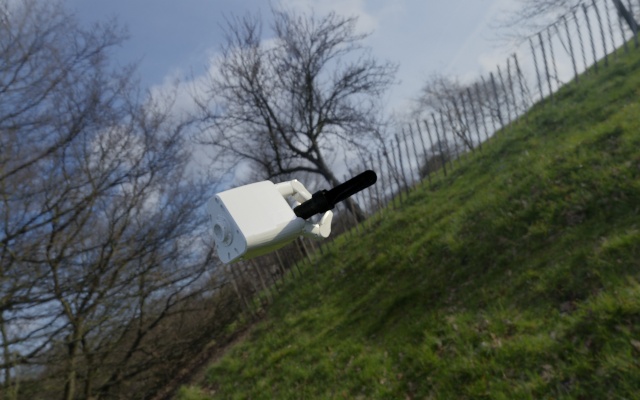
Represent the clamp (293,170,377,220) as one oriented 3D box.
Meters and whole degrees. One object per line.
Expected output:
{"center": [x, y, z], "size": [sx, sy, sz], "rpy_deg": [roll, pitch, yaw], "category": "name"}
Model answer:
{"center": [0.000, 0.002, 0.763], "size": [0.120, 0.039, 0.171], "rpy_deg": [-15, -12, -42], "category": "clamp"}
